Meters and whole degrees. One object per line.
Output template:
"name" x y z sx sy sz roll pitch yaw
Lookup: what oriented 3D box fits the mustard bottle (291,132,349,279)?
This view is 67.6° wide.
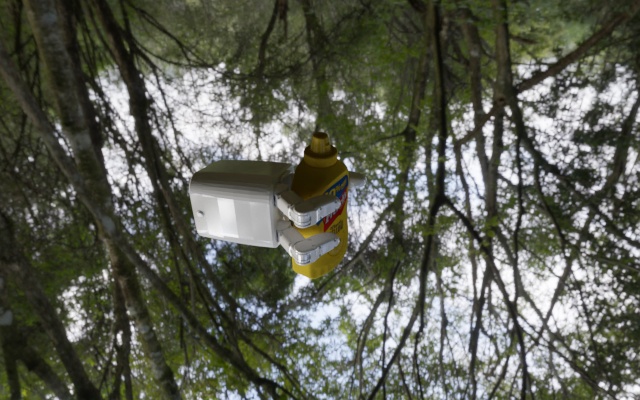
"mustard bottle" 0.000 0.002 0.612 0.058 0.192 0.096 22 40 30
